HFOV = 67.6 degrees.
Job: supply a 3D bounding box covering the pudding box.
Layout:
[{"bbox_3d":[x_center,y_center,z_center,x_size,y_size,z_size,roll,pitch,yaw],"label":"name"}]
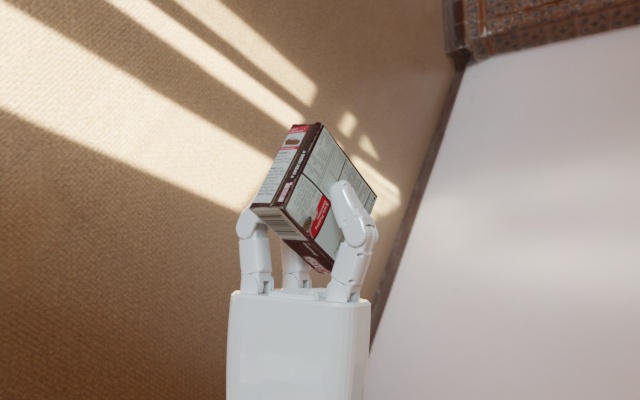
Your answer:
[{"bbox_3d":[0.000,0.001,0.420,0.039,0.090,0.113,2,-33,36],"label":"pudding box"}]
